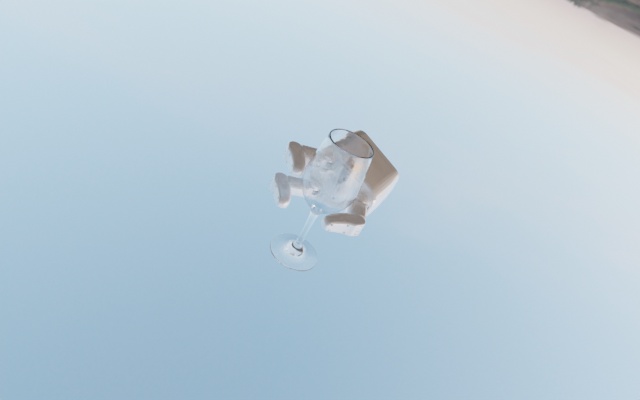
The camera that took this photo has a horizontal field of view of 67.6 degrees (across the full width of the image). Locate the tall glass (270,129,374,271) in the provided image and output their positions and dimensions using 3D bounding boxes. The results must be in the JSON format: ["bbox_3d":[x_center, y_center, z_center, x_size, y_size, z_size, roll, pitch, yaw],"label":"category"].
[{"bbox_3d":[0.000,0.003,0.645,0.079,0.201,0.079,19,35,-14],"label":"tall glass"}]
